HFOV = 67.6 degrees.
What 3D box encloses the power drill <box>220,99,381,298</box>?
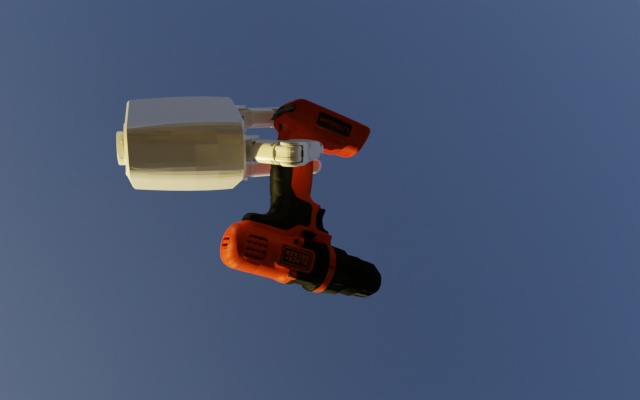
[{"bbox_3d":[0.000,0.001,0.508,0.184,0.187,0.057,19,-17,-29],"label":"power drill"}]
